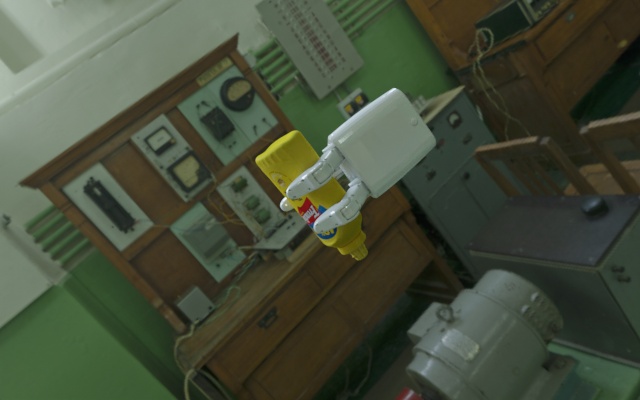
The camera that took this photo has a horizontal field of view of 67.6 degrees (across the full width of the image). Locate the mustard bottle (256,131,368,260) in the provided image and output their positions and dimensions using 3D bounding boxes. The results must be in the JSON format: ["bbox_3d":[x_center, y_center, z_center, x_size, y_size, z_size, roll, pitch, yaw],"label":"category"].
[{"bbox_3d":[0.000,0.002,0.625,0.058,0.192,0.096,-45,15,-26],"label":"mustard bottle"}]
